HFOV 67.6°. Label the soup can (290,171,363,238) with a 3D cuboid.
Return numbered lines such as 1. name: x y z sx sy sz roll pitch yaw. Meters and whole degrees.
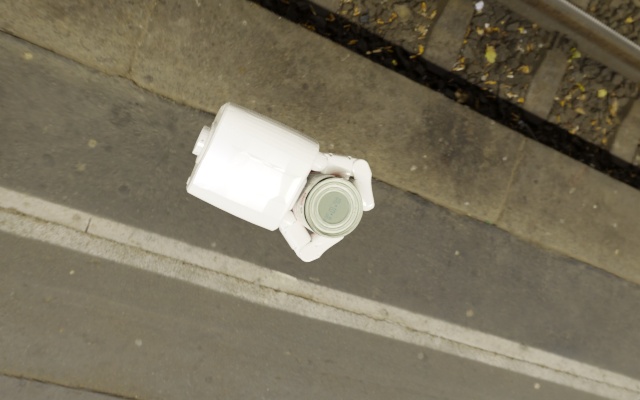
1. soup can: 0.001 0.002 0.548 0.068 0.068 0.102 0 7 -17
